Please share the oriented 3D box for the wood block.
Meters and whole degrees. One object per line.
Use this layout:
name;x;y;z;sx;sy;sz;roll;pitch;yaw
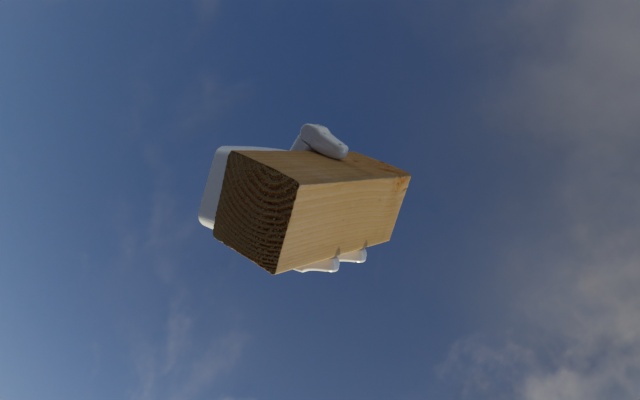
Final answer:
wood block;0.000;0.001;0.508;0.090;0.091;0.206;26;20;32
